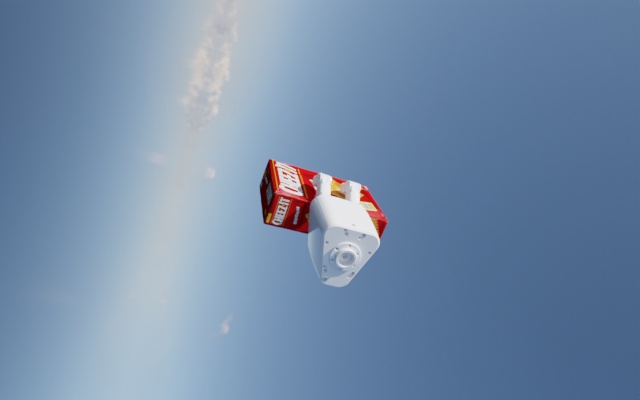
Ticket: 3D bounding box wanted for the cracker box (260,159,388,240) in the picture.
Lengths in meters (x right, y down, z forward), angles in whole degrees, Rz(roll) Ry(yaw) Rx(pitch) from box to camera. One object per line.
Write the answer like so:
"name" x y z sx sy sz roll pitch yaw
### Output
"cracker box" 0.000 0.003 0.895 0.214 0.072 0.164 15 21 -17
